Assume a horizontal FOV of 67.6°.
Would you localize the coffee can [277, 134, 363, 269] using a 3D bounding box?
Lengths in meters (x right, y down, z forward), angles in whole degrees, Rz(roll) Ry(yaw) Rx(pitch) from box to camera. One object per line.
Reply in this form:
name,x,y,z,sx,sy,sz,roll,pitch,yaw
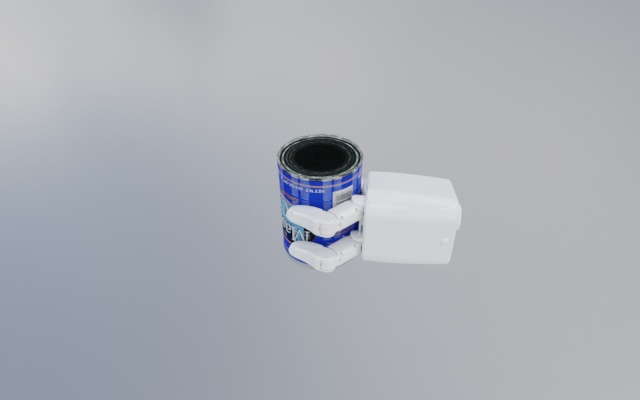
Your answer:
coffee can,0.000,0.002,0.605,0.103,0.140,0.102,0,37,0
